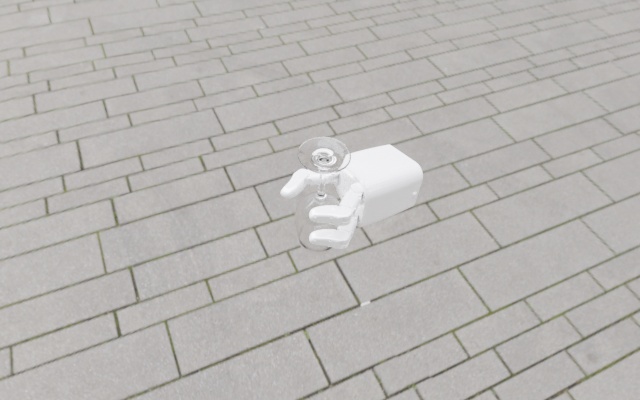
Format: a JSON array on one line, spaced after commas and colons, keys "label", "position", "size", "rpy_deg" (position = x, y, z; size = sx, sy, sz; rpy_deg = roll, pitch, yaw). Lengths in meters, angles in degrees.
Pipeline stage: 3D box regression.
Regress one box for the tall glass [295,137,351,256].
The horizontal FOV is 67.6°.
[{"label": "tall glass", "position": [0.000, 0.002, 0.733], "size": [0.079, 0.079, 0.201], "rpy_deg": [0, -42, -5]}]
